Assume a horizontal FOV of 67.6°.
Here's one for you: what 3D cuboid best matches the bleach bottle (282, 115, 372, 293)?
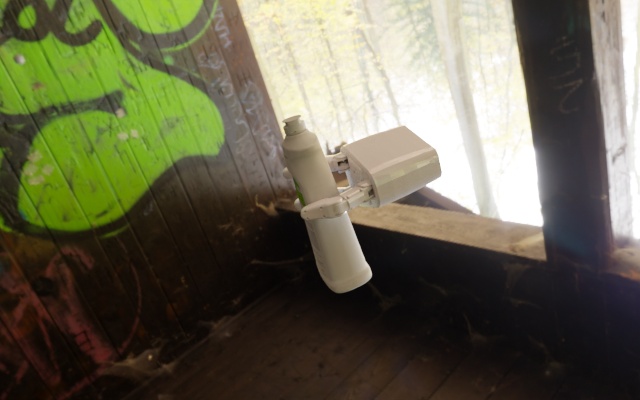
[{"bbox_3d":[0.000,0.002,0.683,0.068,0.251,0.102,-23,22,-12],"label":"bleach bottle"}]
